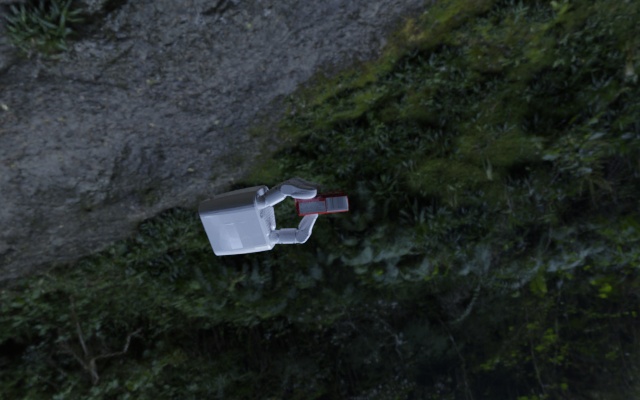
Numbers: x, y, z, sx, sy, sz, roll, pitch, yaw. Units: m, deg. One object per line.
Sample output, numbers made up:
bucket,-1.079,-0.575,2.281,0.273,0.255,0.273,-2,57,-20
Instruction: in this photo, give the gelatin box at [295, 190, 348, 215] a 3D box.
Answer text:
gelatin box,0.001,0.003,0.838,0.089,0.030,0.073,-5,8,-4
